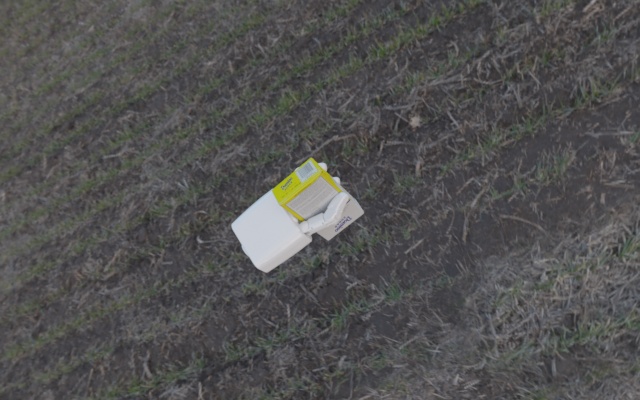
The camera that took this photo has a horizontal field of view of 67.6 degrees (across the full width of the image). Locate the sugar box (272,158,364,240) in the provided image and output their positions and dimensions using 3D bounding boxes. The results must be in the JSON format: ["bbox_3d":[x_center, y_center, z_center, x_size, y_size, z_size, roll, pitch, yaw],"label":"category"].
[{"bbox_3d":[0.000,0.002,0.865,0.093,0.048,0.176,-38,-35,8],"label":"sugar box"}]
